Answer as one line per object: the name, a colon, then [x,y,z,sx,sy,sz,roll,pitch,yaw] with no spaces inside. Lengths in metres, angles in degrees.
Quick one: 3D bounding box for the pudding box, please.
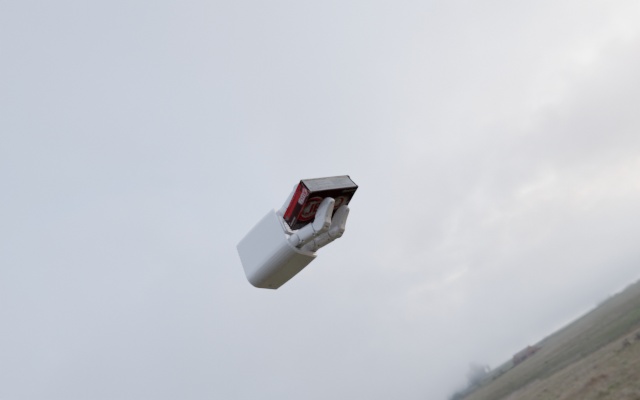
pudding box: [0.000,0.003,0.828,0.113,0.090,0.039,-10,51,-41]
